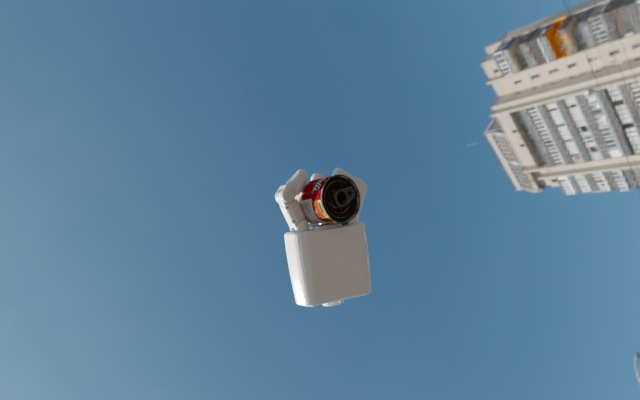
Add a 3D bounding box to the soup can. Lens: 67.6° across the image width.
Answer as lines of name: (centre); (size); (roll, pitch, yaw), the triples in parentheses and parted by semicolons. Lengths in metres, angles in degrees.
soup can: (0.000, 0.002, 0.697); (0.068, 0.068, 0.102); (0, -5, -36)
